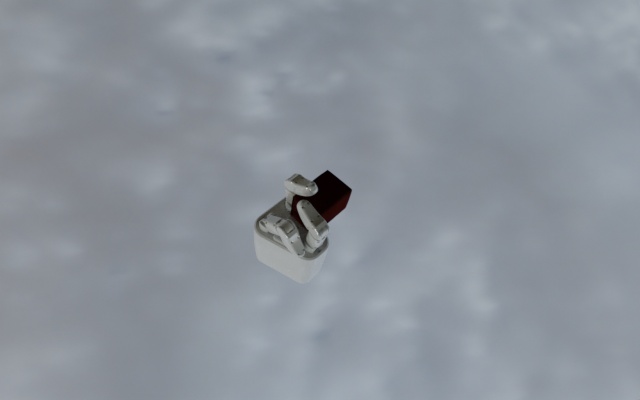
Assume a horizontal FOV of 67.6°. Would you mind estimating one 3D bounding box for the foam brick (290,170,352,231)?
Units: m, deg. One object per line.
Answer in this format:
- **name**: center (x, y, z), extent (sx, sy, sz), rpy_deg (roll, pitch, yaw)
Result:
- **foam brick**: center (0.000, 0.002, 0.725), extent (0.078, 0.053, 0.051), rpy_deg (-38, -20, -26)
